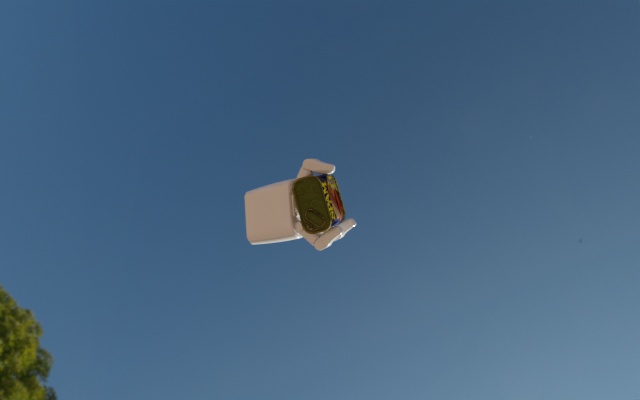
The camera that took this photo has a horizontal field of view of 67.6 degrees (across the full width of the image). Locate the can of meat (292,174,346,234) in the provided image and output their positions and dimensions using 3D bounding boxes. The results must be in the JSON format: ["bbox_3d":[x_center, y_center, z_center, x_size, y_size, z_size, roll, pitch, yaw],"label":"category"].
[{"bbox_3d":[0.000,0.003,0.867,0.057,0.102,0.084,-15,1,25],"label":"can of meat"}]
